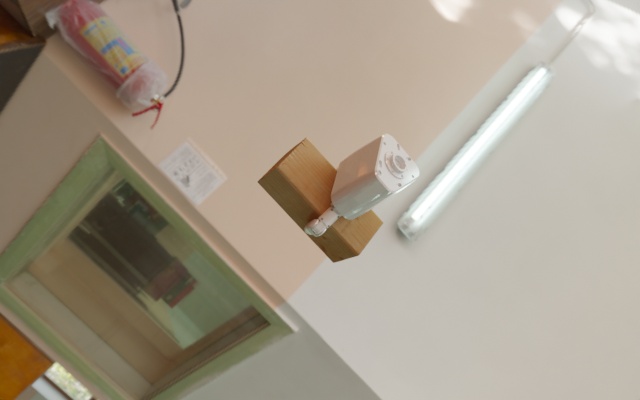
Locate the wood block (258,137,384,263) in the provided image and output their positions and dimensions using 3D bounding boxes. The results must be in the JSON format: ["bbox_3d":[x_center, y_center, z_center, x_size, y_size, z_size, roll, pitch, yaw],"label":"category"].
[{"bbox_3d":[0.000,0.003,0.854,0.090,0.206,0.090,-48,11,-31],"label":"wood block"}]
